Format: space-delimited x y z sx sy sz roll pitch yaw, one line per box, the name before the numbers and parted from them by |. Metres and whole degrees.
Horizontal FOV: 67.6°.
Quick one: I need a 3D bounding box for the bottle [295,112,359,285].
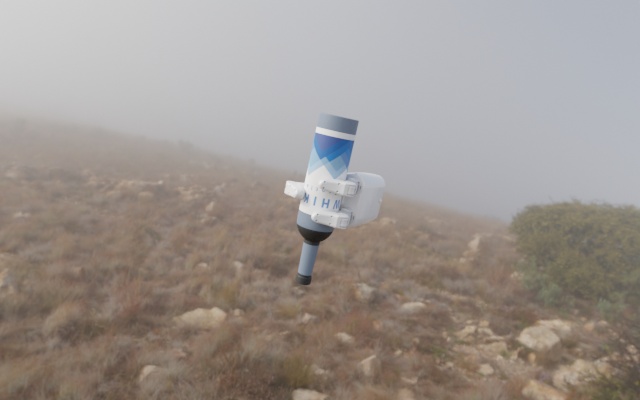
bottle | 0.000 0.002 0.814 0.069 0.296 0.069 12 10 -2
